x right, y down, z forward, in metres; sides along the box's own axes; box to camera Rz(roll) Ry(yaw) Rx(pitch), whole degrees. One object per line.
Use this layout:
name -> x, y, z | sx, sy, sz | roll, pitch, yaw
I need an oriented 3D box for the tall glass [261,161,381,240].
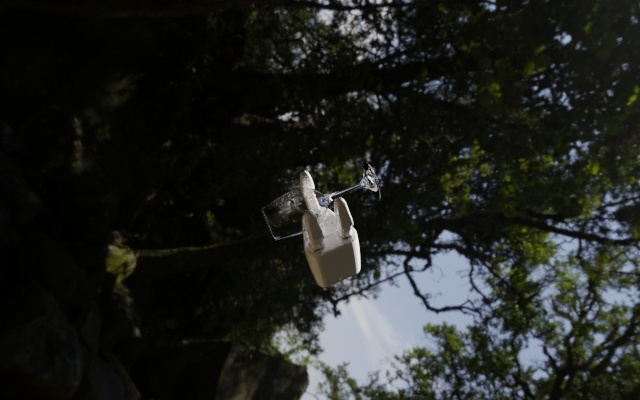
tall glass -> 0.001, 0.002, 0.832 | 0.201, 0.079, 0.079 | -22, 4, -9
